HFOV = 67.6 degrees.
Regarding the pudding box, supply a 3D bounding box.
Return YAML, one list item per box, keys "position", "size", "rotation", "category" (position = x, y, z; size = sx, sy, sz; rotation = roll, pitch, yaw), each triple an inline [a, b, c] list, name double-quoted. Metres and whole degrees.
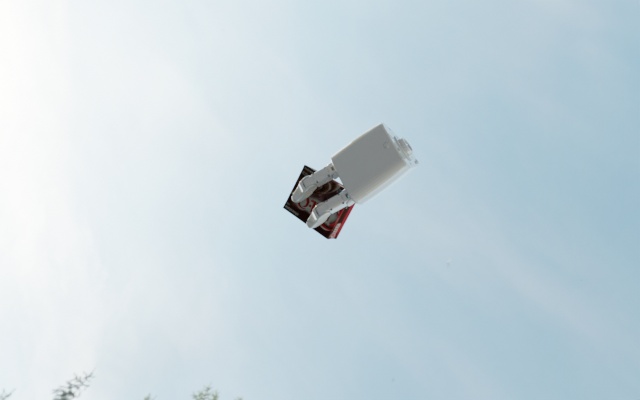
- position: [0.000, 0.003, 0.840]
  size: [0.113, 0.090, 0.039]
  rotation: [34, 11, 30]
  category: "pudding box"
